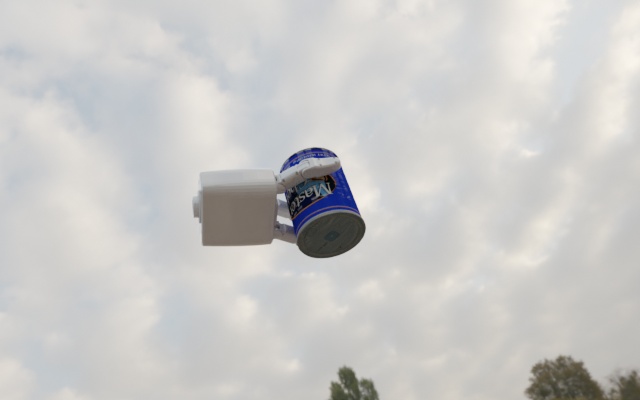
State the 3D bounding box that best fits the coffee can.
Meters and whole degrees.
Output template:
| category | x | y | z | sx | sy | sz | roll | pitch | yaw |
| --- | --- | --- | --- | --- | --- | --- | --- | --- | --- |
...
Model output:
| category | x | y | z | sx | sy | sz | roll | pitch | yaw |
| --- | --- | --- | --- | --- | --- | --- | --- | --- | --- |
| coffee can | 0.000 | 0.002 | 0.730 | 0.103 | 0.140 | 0.103 | -10 | -41 | -9 |
